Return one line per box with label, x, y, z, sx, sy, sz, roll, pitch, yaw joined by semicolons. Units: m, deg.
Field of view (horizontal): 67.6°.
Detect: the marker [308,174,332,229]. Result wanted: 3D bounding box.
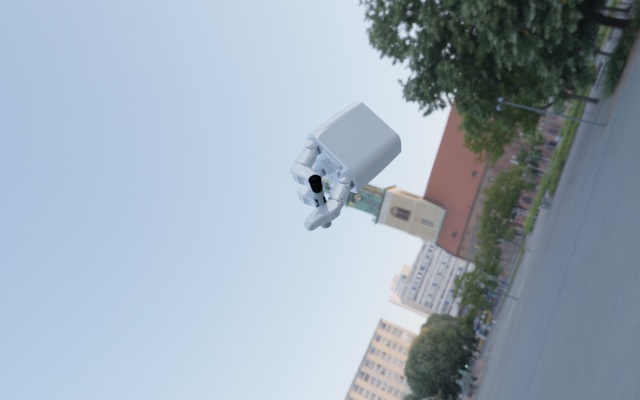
marker;0.000;0.002;0.701;0.020;0.020;0.121;0;-35;10
